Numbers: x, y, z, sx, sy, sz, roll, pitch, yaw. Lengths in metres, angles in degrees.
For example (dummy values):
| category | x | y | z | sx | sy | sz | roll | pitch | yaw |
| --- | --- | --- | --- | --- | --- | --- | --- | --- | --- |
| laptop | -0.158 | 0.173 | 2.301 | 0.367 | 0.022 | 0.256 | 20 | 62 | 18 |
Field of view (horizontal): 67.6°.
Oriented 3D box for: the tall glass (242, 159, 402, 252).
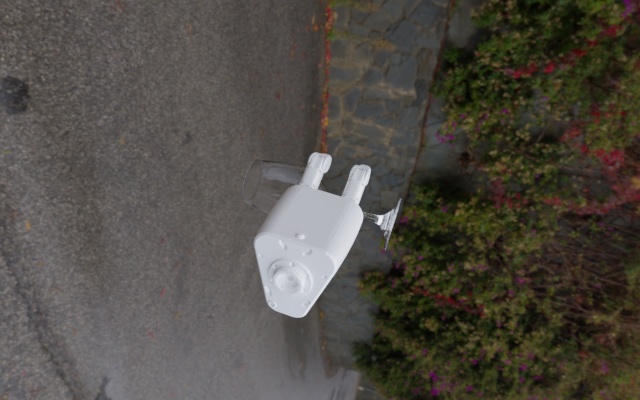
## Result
| category | x | y | z | sx | sy | sz | roll | pitch | yaw |
| --- | --- | --- | --- | --- | --- | --- | --- | --- | --- |
| tall glass | 0.001 | 0.002 | 0.632 | 0.201 | 0.079 | 0.079 | 17 | 3 | 10 |
